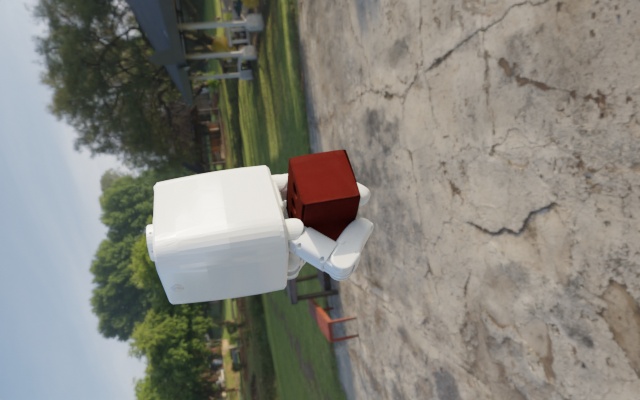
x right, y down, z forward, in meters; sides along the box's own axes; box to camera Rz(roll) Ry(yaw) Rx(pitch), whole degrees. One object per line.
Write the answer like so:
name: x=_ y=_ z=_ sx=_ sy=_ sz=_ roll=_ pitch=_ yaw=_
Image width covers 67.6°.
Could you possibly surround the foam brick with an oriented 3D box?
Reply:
foam brick: x=0.000 y=0.001 z=0.428 sx=0.051 sy=0.053 sz=0.078 roll=-8 pitch=-35 yaw=-12
